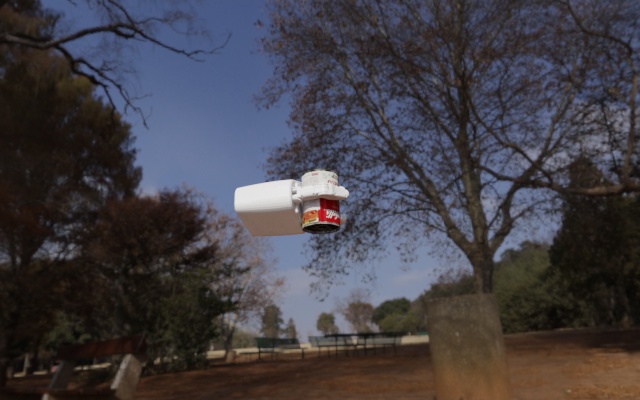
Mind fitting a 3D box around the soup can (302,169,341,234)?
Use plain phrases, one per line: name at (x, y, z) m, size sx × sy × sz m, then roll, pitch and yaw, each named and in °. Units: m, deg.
soup can at (0.001, 0.002, 0.855) m, size 0.068 × 0.102 × 0.068 m, roll -2°, pitch -20°, yaw -1°
